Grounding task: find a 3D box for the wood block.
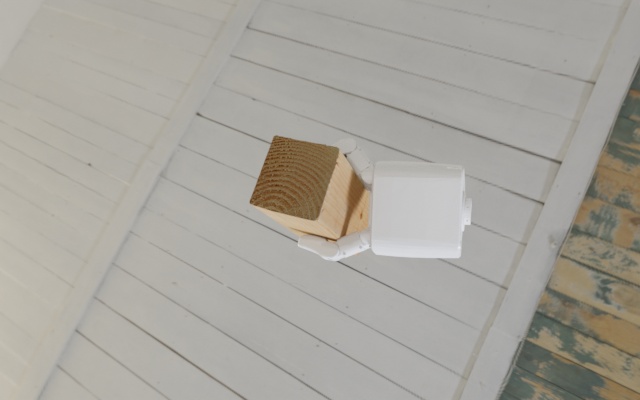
[{"bbox_3d":[0.000,0.002,0.634,0.090,0.091,0.206,14,-12,21],"label":"wood block"}]
